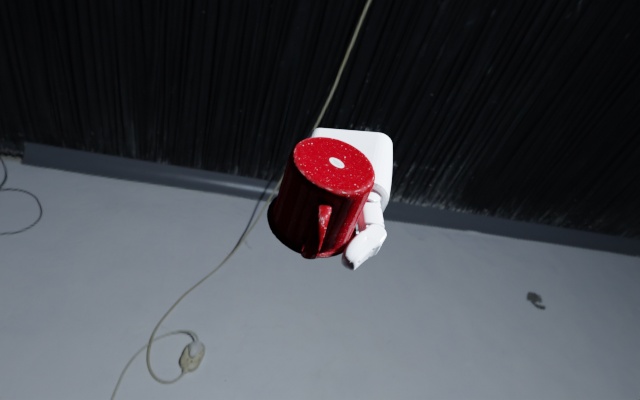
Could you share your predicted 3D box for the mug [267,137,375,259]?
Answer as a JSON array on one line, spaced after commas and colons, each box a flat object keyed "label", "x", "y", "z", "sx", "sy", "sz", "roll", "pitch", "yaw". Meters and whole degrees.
[{"label": "mug", "x": 0.000, "y": 0.002, "z": 0.446, "sx": 0.093, "sy": 0.082, "sz": 0.117, "roll": 18, "pitch": 42, "yaw": -3}]
